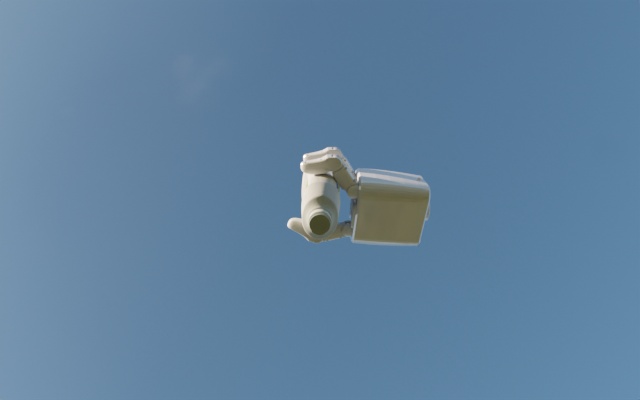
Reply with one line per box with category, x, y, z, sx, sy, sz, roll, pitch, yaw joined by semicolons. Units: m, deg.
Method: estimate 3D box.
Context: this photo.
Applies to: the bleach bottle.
bleach bottle;0.000;0.002;0.734;0.068;0.102;0.250;4;17;0
